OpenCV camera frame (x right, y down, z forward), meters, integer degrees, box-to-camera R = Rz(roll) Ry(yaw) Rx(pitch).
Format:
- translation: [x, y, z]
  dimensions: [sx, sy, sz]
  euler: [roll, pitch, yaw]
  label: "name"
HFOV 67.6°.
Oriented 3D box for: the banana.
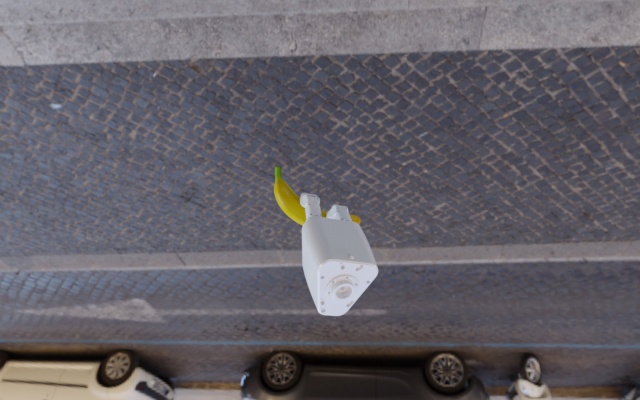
- translation: [-0.012, 0.017, 0.855]
  dimensions: [0.198, 0.069, 0.037]
  euler: [33, -7, -26]
  label: "banana"
